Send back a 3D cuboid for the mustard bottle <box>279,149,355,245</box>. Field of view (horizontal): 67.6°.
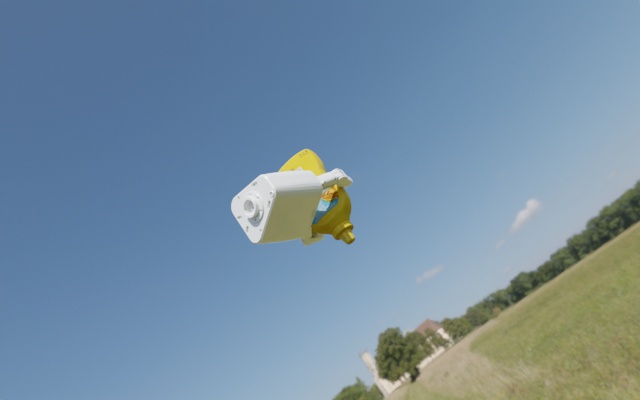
[{"bbox_3d":[0.000,0.003,0.867,0.096,0.191,0.058,-43,-25,10],"label":"mustard bottle"}]
